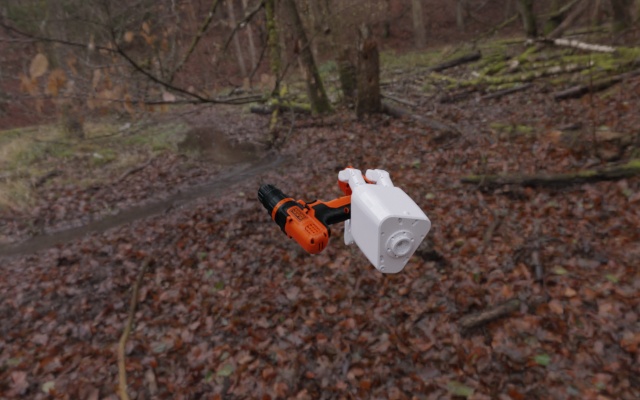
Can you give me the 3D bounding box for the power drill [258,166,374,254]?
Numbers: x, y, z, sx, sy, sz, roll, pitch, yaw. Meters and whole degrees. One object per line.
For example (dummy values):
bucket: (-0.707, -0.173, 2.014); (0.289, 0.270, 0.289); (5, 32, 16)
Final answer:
power drill: (0.001, 0.003, 0.872); (0.187, 0.057, 0.184); (-26, 50, -26)
